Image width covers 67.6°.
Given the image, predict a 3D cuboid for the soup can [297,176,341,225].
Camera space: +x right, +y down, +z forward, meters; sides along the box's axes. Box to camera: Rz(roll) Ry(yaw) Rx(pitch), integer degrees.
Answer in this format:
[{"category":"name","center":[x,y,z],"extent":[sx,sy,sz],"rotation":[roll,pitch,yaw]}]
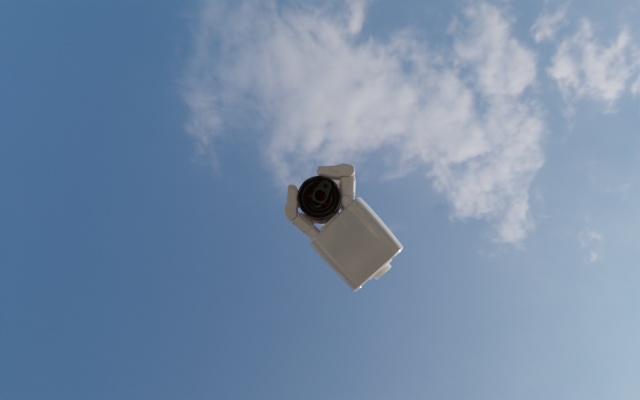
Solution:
[{"category":"soup can","center":[0.000,0.002,0.783],"extent":[0.068,0.068,0.102],"rotation":[0,-9,3]}]
